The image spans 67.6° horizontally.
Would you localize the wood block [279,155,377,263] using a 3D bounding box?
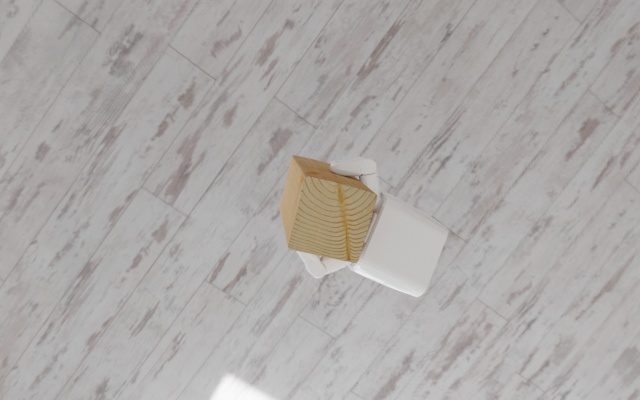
[{"bbox_3d":[0.001,0.002,0.653,0.090,0.091,0.206,14,10,-11],"label":"wood block"}]
